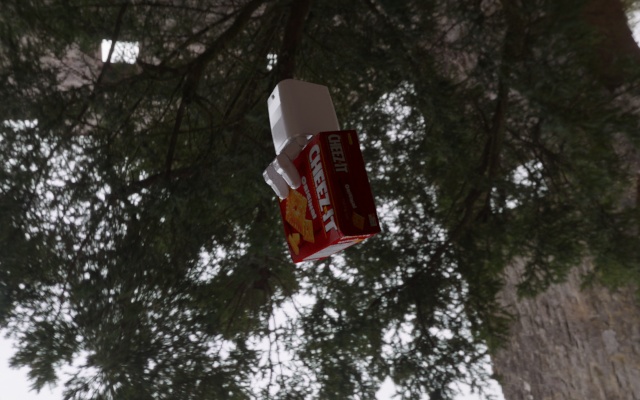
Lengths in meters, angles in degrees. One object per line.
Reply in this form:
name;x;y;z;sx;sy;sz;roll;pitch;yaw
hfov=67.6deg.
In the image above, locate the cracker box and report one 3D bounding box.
cracker box;0.000;0.003;0.783;0.072;0.164;0.214;-7;-14;-26
